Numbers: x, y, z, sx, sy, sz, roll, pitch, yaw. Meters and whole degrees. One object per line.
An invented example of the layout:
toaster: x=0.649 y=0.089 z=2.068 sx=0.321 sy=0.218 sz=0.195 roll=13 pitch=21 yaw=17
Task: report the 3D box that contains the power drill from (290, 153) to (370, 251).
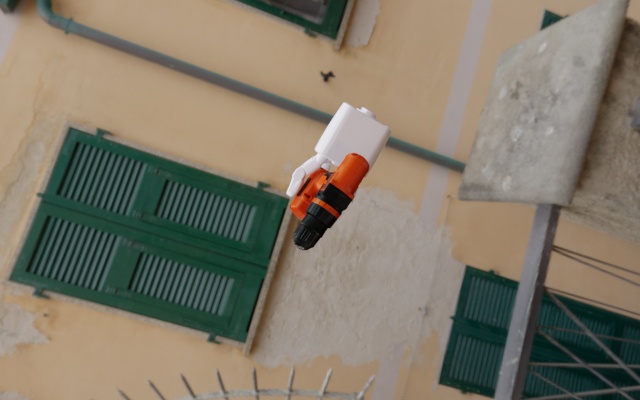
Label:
power drill: x=0.000 y=0.003 z=0.848 sx=0.057 sy=0.184 sz=0.187 roll=39 pitch=-9 yaw=-13
